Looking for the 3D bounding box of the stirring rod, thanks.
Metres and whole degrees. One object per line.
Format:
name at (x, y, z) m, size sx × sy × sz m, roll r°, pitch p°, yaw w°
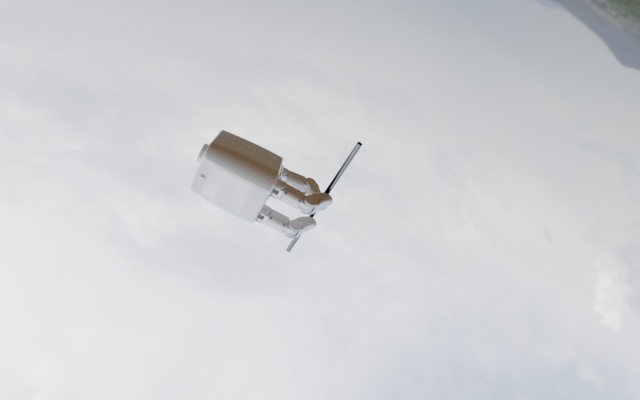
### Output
stirring rod at (0.000, 0.002, 0.730) m, size 0.011 × 0.011 × 0.240 m, roll 0°, pitch -42°, yaw -38°
